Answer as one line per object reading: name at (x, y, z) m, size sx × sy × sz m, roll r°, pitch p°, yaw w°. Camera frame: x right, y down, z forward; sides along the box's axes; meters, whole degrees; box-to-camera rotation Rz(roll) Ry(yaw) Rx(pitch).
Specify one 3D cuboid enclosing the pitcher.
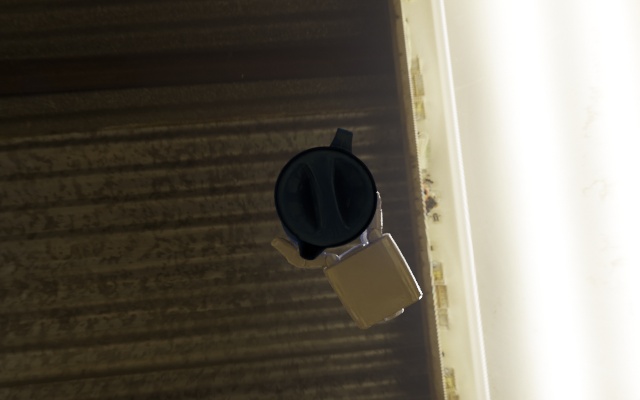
pitcher at (0.000, 0.003, 0.724) m, size 0.149 × 0.145 × 0.243 m, roll -29°, pitch -5°, yaw -9°
